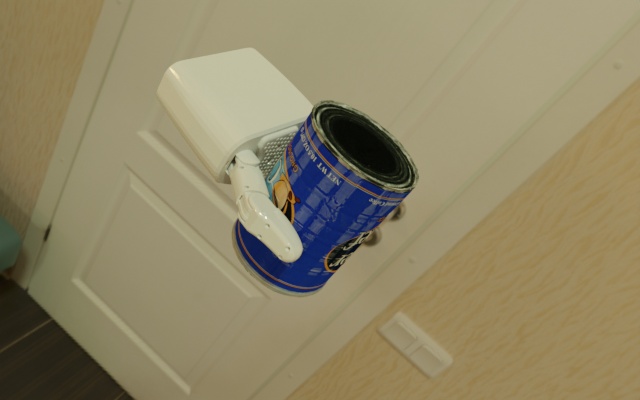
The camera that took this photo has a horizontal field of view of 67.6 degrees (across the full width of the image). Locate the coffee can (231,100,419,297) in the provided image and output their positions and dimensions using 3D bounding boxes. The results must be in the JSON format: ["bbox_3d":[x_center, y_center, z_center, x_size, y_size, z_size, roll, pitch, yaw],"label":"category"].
[{"bbox_3d":[0.000,0.002,0.411,0.103,0.102,0.140,0,-42,-46],"label":"coffee can"}]
